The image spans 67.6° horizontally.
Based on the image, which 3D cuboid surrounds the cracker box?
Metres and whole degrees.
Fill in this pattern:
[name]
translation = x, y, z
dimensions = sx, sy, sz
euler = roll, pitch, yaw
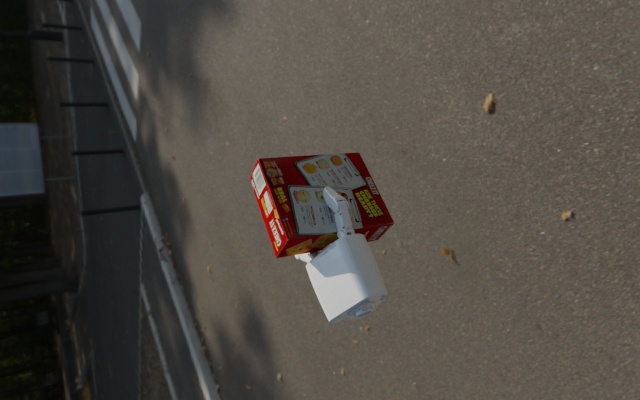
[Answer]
[cracker box]
translation = 0.000, 0.003, 0.848
dimensions = 0.213, 0.164, 0.072
euler = -7, -30, -31
